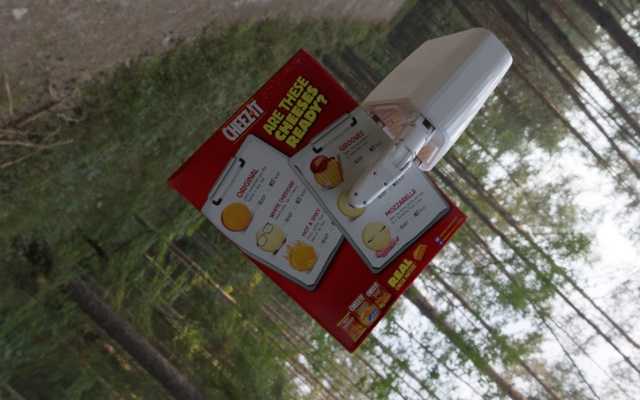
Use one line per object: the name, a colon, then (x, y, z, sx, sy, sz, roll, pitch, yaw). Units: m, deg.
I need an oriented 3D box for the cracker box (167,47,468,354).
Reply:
cracker box: (0.000, 0.002, 0.436, 0.214, 0.164, 0.072, 44, -10, -7)
